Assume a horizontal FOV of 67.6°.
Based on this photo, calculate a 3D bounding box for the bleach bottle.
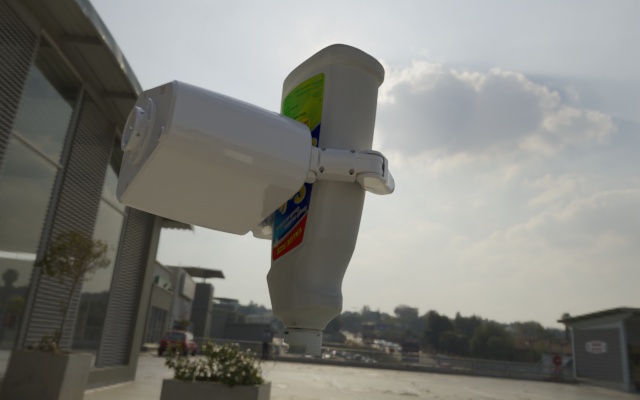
[{"bbox_3d":[0.000,0.001,0.409,0.068,0.250,0.102,16,-20,-34],"label":"bleach bottle"}]
